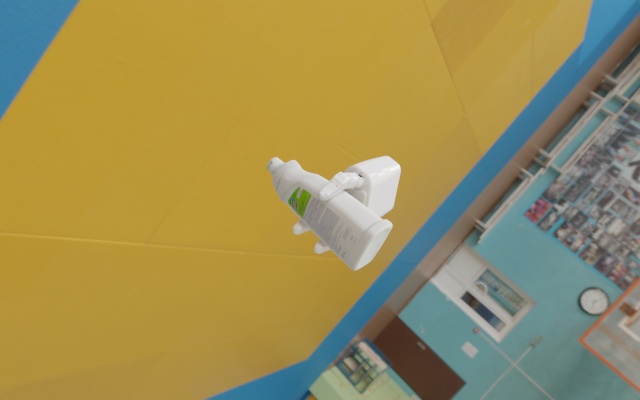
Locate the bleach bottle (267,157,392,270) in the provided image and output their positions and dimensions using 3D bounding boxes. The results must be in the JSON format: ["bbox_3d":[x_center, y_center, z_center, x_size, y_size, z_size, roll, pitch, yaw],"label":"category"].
[{"bbox_3d":[0.000,0.003,0.827,0.250,0.103,0.068,42,37,23],"label":"bleach bottle"}]
